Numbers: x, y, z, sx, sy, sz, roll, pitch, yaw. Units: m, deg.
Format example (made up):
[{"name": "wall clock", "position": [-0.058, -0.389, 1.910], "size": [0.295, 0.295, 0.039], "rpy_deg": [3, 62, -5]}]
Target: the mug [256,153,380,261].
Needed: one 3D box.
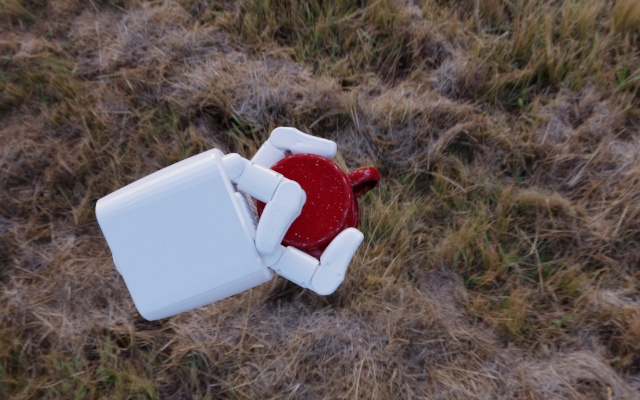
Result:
[{"name": "mug", "position": [0.001, 0.001, 0.430], "size": [0.117, 0.093, 0.081], "rpy_deg": [-23, -11, 0]}]
